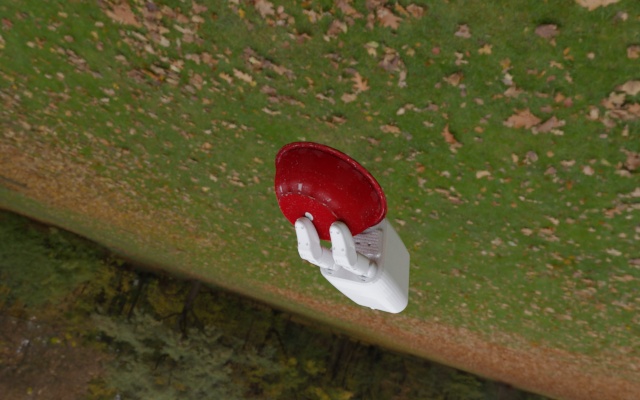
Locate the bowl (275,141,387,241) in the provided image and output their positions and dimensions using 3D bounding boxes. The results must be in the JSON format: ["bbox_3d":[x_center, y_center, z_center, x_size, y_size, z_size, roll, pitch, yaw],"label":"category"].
[{"bbox_3d":[-0.001,0.001,0.606,0.162,0.055,0.162,23,-31,15],"label":"bowl"}]
